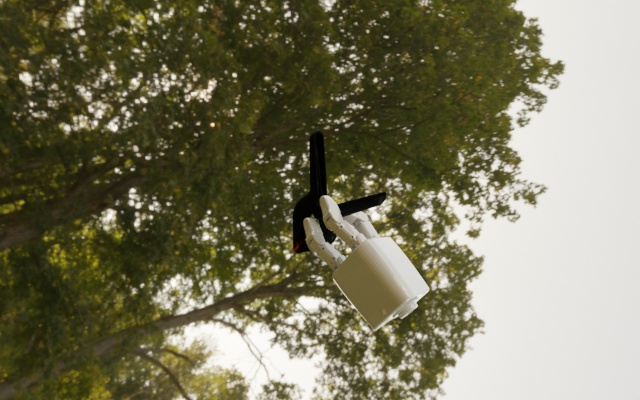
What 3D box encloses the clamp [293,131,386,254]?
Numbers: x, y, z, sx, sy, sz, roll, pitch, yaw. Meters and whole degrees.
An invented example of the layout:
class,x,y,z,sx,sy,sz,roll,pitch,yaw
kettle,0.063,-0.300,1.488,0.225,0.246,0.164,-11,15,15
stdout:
class,x,y,z,sx,sy,sz,roll,pitch,yaw
clamp,0.001,0.003,0.786,0.036,0.164,0.210,-14,-32,-46
